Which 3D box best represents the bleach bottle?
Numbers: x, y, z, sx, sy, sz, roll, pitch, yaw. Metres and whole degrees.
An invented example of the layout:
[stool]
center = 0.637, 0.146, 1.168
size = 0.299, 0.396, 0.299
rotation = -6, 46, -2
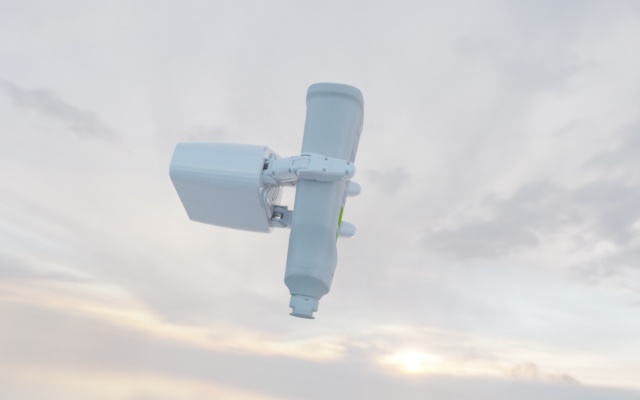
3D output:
[bleach bottle]
center = 0.000, 0.002, 0.531
size = 0.068, 0.250, 0.103
rotation = 7, -21, 9
